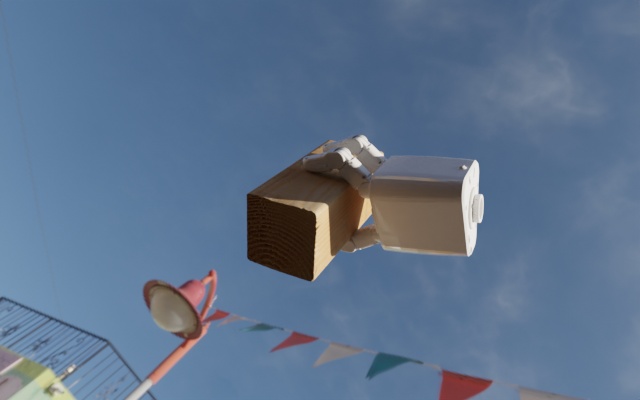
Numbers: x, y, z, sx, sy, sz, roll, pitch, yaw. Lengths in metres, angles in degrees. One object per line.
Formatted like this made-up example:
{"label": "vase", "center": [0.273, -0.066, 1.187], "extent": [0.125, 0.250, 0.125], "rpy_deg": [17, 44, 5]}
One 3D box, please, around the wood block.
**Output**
{"label": "wood block", "center": [0.000, 0.002, 0.607], "extent": [0.090, 0.091, 0.206], "rpy_deg": [15, 29, 22]}
